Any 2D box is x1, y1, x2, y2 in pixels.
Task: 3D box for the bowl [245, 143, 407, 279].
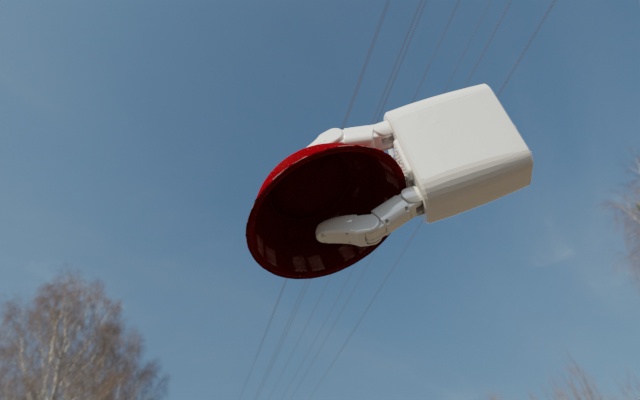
[{"bbox_3d":[-0.001,0.002,0.464,0.162,0.162,0.055,0,38,-28],"label":"bowl"}]
